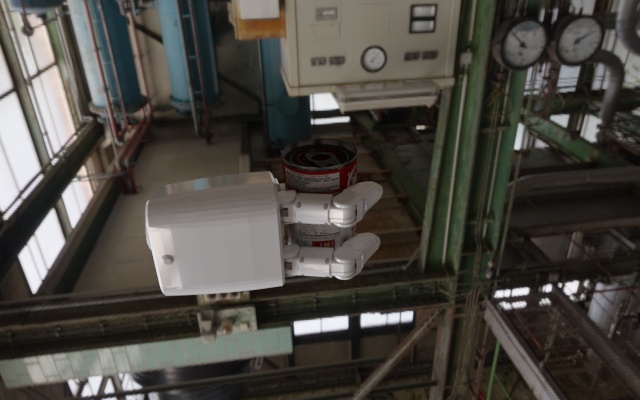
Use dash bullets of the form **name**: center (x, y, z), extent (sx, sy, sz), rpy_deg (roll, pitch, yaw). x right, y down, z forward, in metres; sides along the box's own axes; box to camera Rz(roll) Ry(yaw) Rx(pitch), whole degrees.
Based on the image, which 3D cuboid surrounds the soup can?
- **soup can**: center (0.001, 0.002, 0.447), extent (0.068, 0.102, 0.068), rpy_deg (-1, 28, 1)
